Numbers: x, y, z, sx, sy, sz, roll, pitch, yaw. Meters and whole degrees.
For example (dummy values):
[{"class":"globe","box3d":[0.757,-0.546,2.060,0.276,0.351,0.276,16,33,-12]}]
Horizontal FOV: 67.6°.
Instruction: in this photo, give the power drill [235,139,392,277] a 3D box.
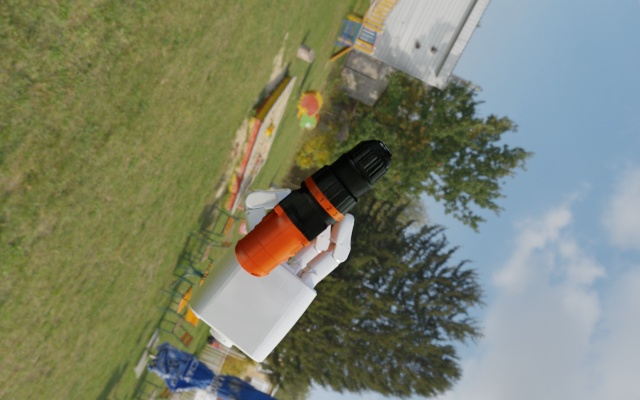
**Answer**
[{"class":"power drill","box3d":[0.000,0.002,0.535,0.184,0.057,0.187,-38,-3,7]}]
